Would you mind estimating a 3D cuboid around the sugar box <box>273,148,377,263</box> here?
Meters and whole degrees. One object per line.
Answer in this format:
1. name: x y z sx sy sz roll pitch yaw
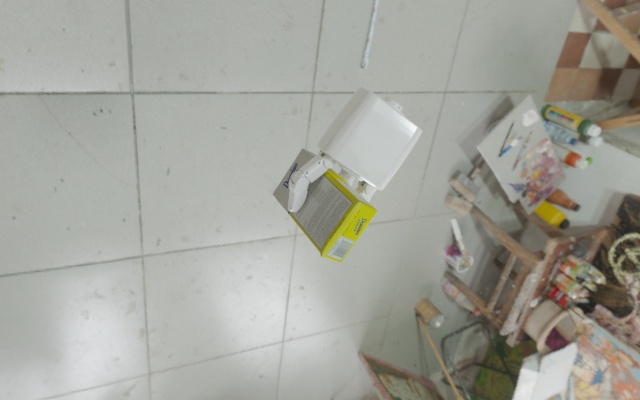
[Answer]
1. sugar box: 0.001 0.002 0.701 0.048 0.093 0.176 25 15 -37
